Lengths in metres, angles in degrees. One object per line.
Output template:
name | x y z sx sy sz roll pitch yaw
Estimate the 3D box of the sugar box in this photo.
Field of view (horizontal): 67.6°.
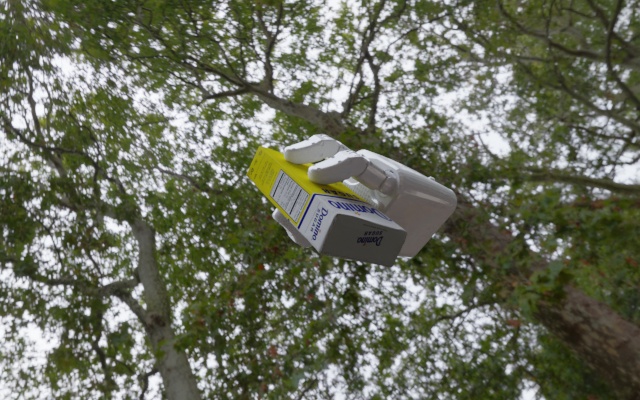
sugar box | 0.000 0.001 0.491 0.093 0.048 0.176 15 13 -37
